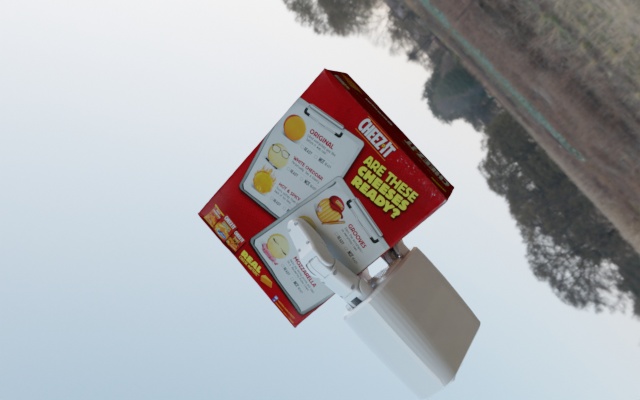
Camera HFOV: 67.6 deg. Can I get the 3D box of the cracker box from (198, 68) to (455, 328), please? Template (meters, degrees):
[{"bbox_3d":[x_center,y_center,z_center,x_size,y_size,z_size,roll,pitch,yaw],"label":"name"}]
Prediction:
[{"bbox_3d":[0.000,0.002,0.491,0.214,0.164,0.072,-44,-6,24],"label":"cracker box"}]
